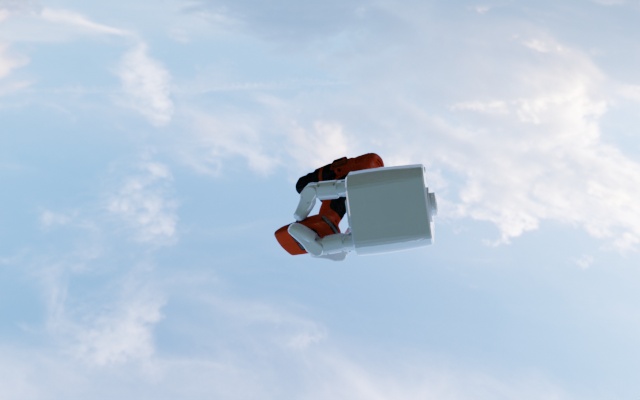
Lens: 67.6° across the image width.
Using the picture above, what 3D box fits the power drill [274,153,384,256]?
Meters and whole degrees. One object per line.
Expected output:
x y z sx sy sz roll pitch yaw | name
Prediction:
0.000 0.003 0.775 0.184 0.057 0.187 -17 32 41 | power drill
